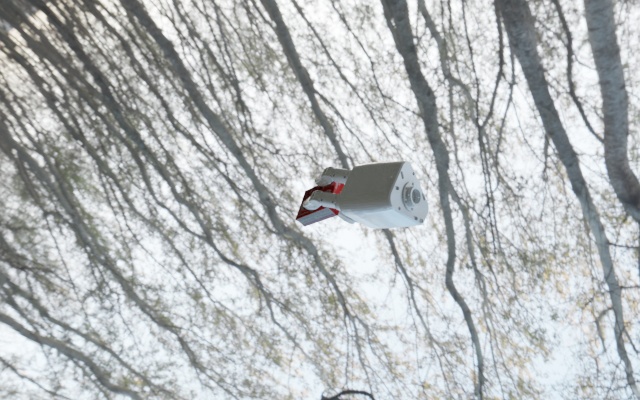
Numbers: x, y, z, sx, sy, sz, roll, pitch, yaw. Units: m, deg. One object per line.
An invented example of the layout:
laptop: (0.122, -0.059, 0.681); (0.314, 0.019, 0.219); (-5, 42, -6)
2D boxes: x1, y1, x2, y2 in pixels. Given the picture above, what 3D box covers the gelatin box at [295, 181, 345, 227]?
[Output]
gelatin box: (0.000, 0.003, 0.895); (0.089, 0.073, 0.030); (-22, -52, 39)
